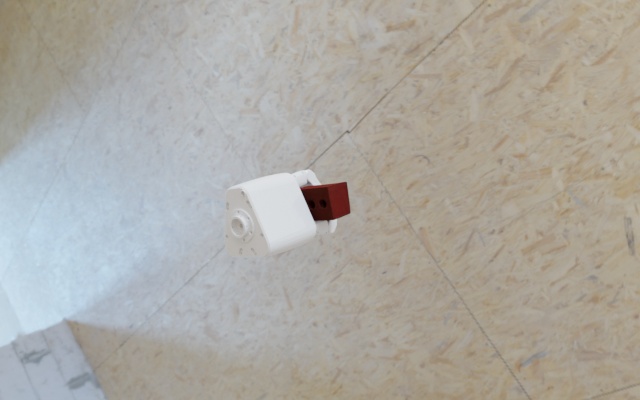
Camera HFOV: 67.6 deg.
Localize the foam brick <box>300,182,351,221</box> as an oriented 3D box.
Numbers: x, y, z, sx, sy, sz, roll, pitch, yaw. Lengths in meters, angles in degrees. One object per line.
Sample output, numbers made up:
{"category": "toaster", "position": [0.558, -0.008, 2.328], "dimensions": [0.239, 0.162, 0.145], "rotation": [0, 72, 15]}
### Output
{"category": "foam brick", "position": [0.000, 0.002, 0.753], "dimensions": [0.078, 0.053, 0.051], "rotation": [-5, 7, 37]}
